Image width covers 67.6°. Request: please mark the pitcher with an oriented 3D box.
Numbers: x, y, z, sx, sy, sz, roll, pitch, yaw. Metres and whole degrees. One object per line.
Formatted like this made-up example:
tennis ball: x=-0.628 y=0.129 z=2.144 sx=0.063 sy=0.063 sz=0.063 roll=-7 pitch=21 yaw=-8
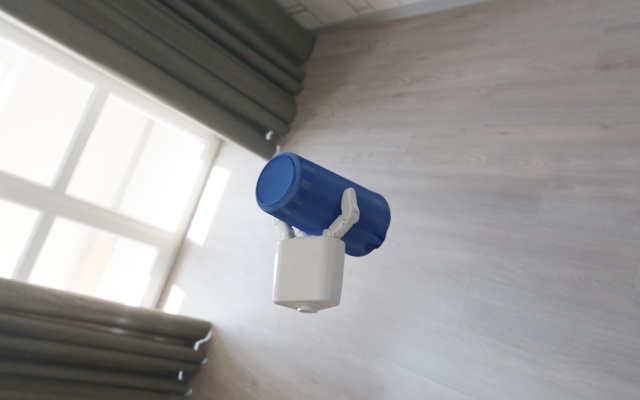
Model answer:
pitcher: x=0.000 y=0.003 z=0.857 sx=0.149 sy=0.145 sz=0.243 roll=-16 pitch=-30 yaw=39
